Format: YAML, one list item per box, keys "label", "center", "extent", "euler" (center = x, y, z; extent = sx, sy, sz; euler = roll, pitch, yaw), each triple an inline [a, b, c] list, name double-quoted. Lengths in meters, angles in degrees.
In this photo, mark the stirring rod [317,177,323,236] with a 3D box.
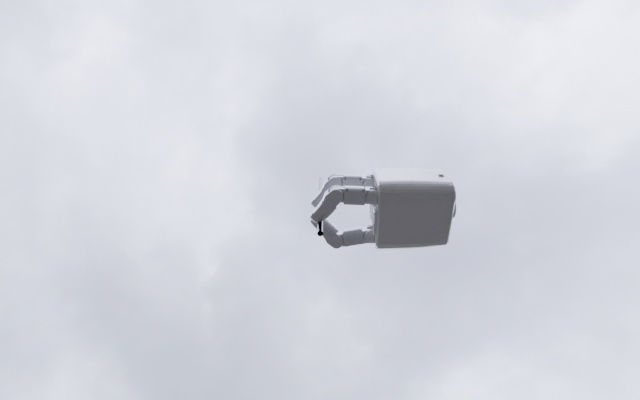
- label: "stirring rod"
  center: [0.000, 0.003, 0.744]
  extent: [0.011, 0.011, 0.239]
  euler: [0, 20, 0]
